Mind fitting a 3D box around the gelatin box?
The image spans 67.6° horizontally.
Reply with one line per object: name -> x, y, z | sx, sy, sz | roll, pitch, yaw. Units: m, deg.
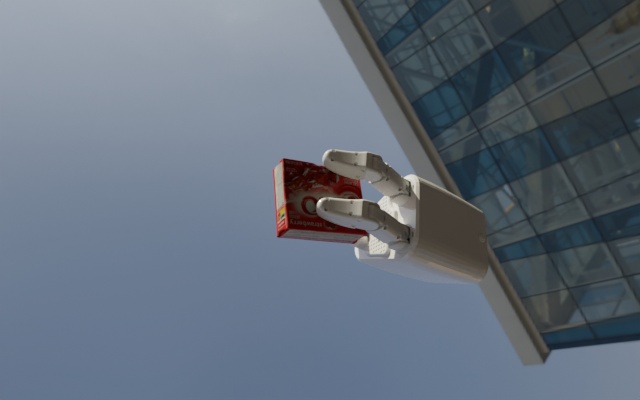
gelatin box -> 0.000, 0.002, 0.470 | 0.089, 0.073, 0.030 | 7, -26, -27
